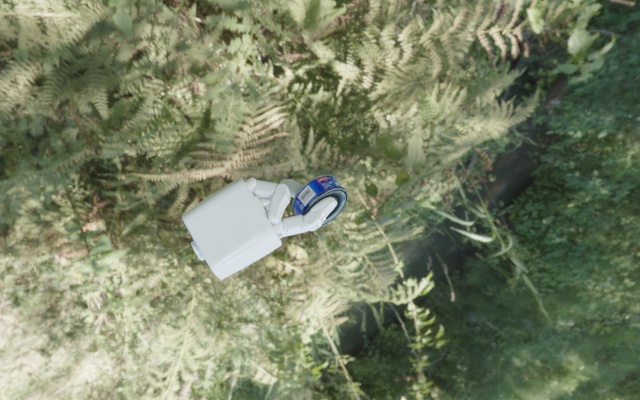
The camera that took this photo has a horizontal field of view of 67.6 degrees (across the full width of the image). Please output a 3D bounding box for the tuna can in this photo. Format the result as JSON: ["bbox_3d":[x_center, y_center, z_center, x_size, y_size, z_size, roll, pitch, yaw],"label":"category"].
[{"bbox_3d":[0.000,0.003,0.748,0.086,0.086,0.033,0,41,-46],"label":"tuna can"}]
